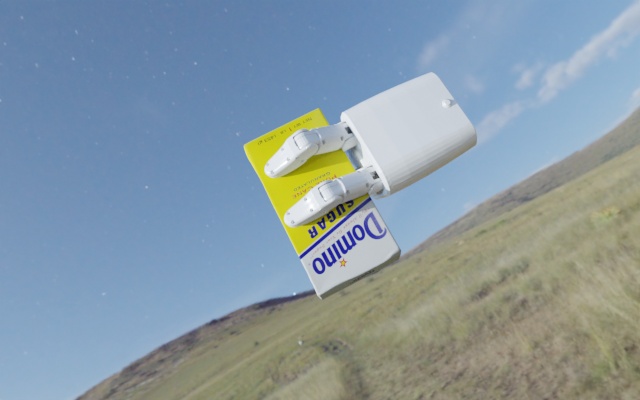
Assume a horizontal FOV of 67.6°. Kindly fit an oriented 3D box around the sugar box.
[{"bbox_3d":[0.000,0.001,0.491,0.093,0.176,0.048,-28,-19,-4],"label":"sugar box"}]
